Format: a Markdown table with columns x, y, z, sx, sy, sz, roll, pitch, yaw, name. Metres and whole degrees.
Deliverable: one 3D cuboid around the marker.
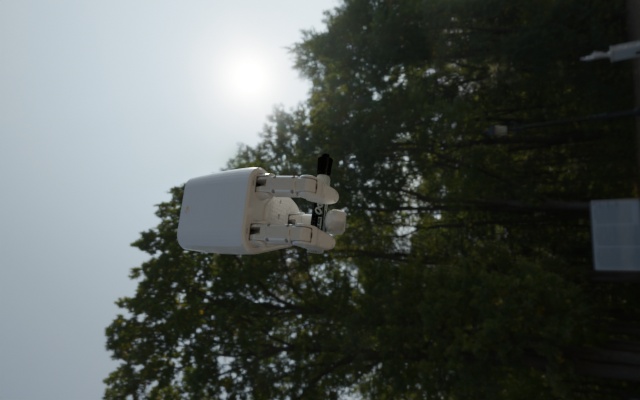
| x | y | z | sx | sy | sz | roll | pitch | yaw | name |
| --- | --- | --- | --- | --- | --- | --- | --- | --- | --- |
| 0.000 | 0.002 | 0.566 | 0.020 | 0.121 | 0.020 | 6 | -15 | 2 | marker |
